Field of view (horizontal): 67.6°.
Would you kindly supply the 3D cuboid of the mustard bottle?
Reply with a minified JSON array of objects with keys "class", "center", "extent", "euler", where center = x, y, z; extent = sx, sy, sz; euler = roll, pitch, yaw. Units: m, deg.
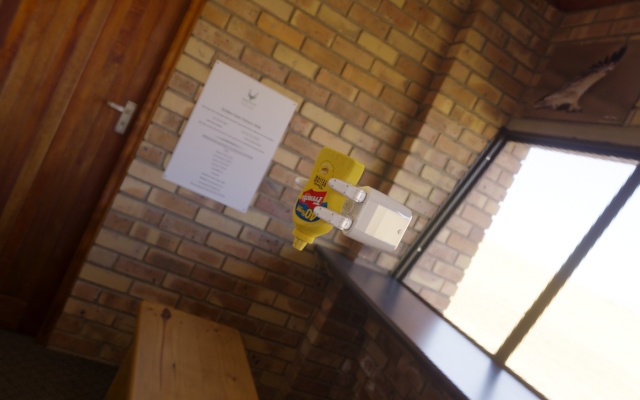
[{"class":"mustard bottle","center":[0.000,0.002,0.870],"extent":[0.058,0.191,0.096],"euler":[23,5,-46]}]
